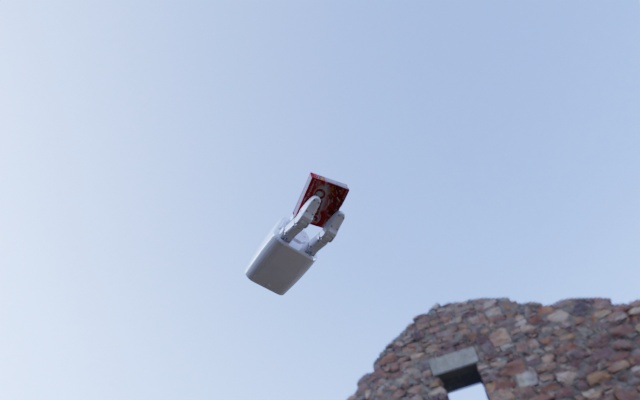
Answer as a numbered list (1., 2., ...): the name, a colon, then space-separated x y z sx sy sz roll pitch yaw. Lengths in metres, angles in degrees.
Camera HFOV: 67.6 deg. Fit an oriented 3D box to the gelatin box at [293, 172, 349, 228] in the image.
1. gelatin box: 0.000 0.002 0.855 0.073 0.089 0.030 19 20 -17
